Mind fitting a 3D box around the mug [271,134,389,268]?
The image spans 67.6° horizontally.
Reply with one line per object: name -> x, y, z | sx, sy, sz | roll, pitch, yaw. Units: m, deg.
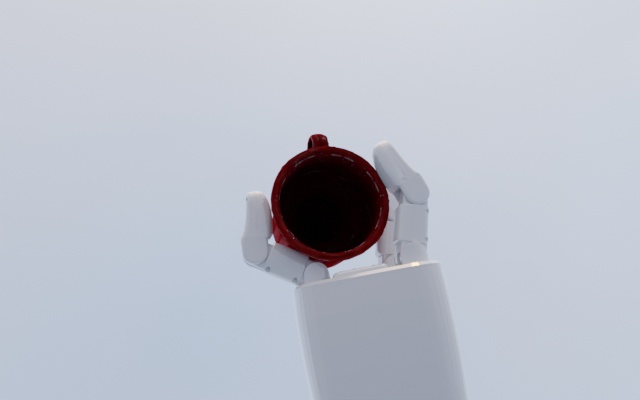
mug -> 0.000, 0.000, 0.408 | 0.093, 0.117, 0.081 | -5, -17, -12
